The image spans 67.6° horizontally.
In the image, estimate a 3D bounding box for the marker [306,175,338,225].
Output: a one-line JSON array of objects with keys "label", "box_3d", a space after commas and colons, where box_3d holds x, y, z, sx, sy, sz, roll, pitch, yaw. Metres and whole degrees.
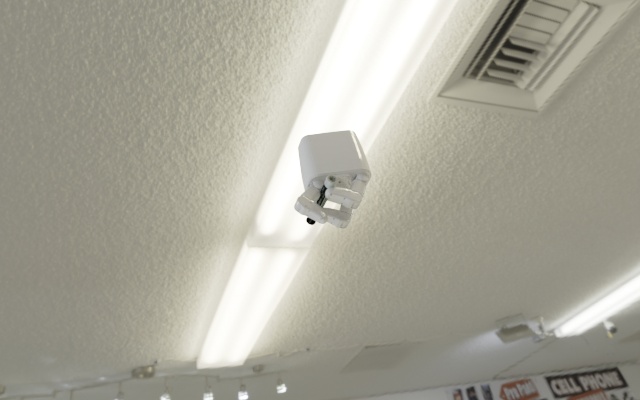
[{"label": "marker", "box_3d": [0.000, 0.003, 0.814, 0.020, 0.020, 0.121, 0, -39, -24]}]
